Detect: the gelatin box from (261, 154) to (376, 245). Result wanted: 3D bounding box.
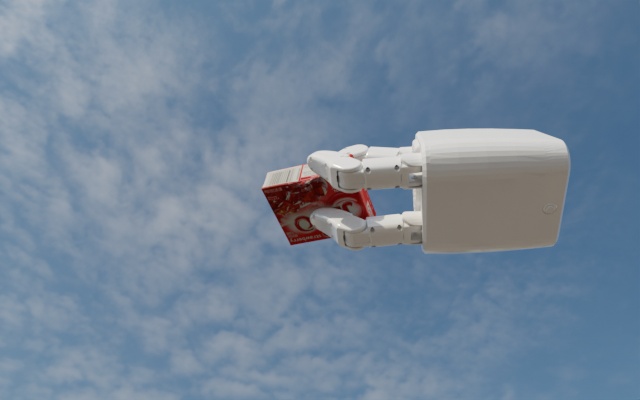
[{"bbox_3d":[0.000,0.001,0.447,0.089,0.073,0.030,-11,36,19],"label":"gelatin box"}]
